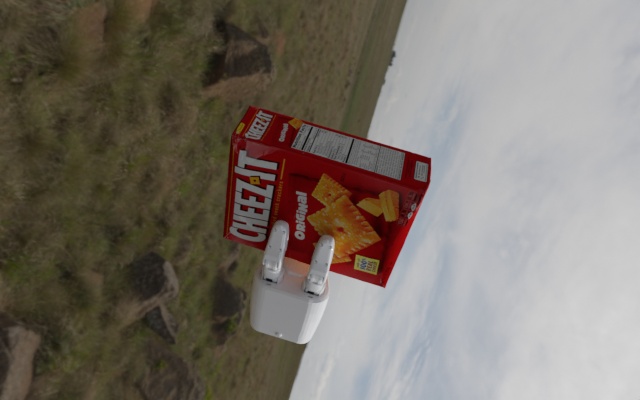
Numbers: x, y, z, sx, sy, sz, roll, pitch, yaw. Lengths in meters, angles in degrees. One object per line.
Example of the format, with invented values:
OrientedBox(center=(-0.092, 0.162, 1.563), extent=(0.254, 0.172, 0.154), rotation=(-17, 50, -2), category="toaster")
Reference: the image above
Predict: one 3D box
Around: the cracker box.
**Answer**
OrientedBox(center=(0.000, 0.002, 0.558), extent=(0.213, 0.164, 0.072), rotation=(16, 42, 2), category="cracker box")
